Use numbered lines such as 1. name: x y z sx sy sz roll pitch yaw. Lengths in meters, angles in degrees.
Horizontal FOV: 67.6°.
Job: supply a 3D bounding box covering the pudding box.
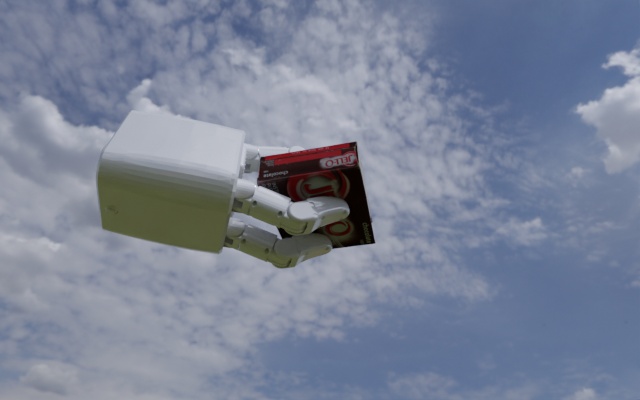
1. pudding box: 0.000 0.001 0.449 0.090 0.039 0.114 -8 -40 9
